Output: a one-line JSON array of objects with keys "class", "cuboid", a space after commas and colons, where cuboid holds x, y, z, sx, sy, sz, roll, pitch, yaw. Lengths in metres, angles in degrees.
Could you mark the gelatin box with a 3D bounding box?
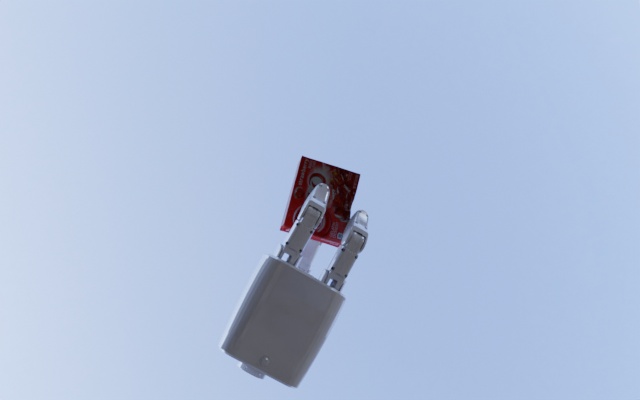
[{"class": "gelatin box", "cuboid": [0.000, 0.002, 0.551, 0.073, 0.089, 0.030, 17, -17, -8]}]
